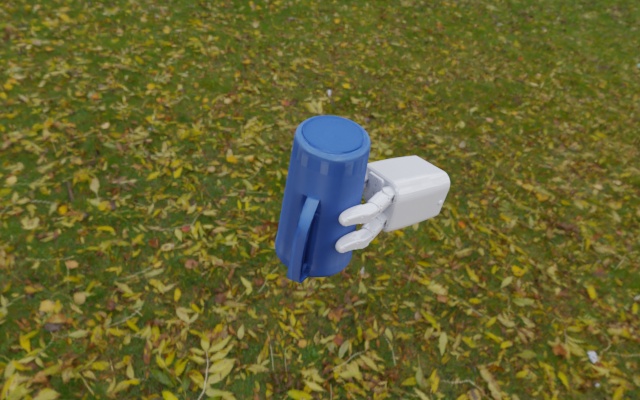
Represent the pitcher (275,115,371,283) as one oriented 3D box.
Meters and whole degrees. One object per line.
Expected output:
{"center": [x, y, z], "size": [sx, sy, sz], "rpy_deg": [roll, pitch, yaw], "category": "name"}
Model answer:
{"center": [0.000, 0.002, 0.734], "size": [0.145, 0.243, 0.149], "rpy_deg": [-12, 46, -22], "category": "pitcher"}
